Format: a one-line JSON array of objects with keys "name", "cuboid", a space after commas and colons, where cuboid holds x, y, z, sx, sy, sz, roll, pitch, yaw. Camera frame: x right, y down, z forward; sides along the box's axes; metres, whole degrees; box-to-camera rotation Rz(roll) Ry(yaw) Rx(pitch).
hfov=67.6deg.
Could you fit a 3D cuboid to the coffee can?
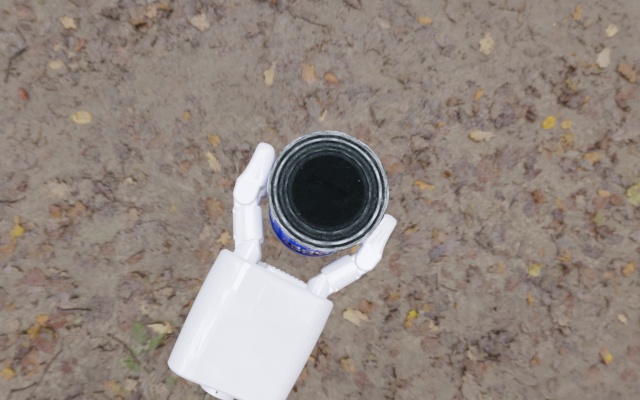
[{"name": "coffee can", "cuboid": [0.000, 0.001, 0.464, 0.103, 0.103, 0.140, 0, -8, -6]}]
